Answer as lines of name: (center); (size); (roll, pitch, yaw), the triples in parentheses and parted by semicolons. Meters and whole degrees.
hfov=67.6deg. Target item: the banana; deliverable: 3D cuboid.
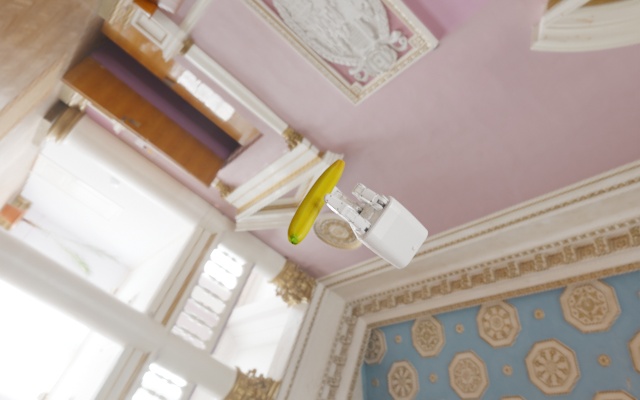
banana: (-0.011, 0.010, 0.855); (0.037, 0.197, 0.069); (39, -32, -18)
